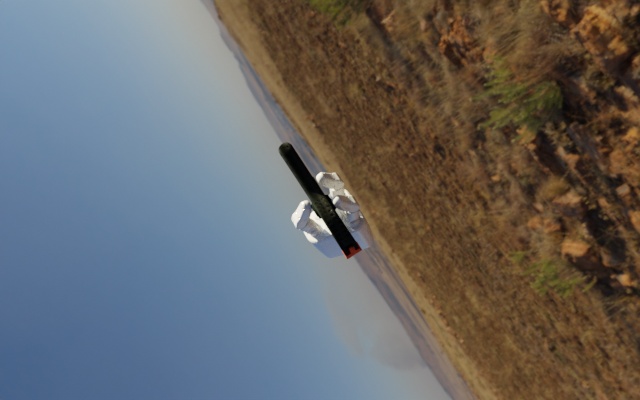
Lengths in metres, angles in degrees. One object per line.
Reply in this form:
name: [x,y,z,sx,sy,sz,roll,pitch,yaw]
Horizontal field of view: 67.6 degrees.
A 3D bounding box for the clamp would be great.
clamp: [0.000,0.004,0.803,0.036,0.210,0.165,-34,-31,2]
